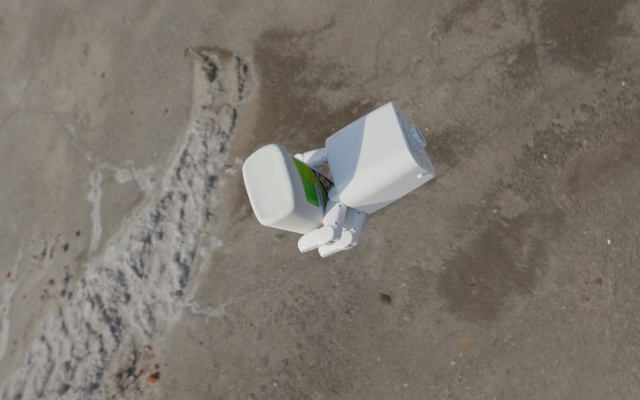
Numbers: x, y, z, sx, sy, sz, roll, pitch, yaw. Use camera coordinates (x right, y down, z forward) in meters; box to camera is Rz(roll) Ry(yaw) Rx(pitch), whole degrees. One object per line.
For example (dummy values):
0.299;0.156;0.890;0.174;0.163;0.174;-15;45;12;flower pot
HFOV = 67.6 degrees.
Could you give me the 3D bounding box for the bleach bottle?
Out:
0.000;0.002;0.679;0.068;0.102;0.251;-28;-23;23;bleach bottle
